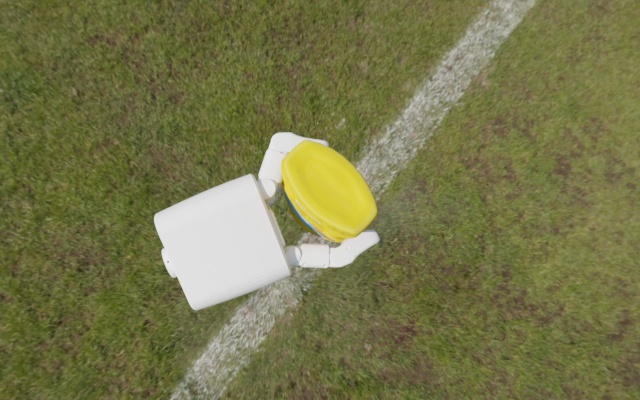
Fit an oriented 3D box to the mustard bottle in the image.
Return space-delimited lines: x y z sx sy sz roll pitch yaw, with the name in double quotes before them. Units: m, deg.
"mustard bottle" 0.000 0.001 0.504 0.096 0.058 0.191 43 -10 2
